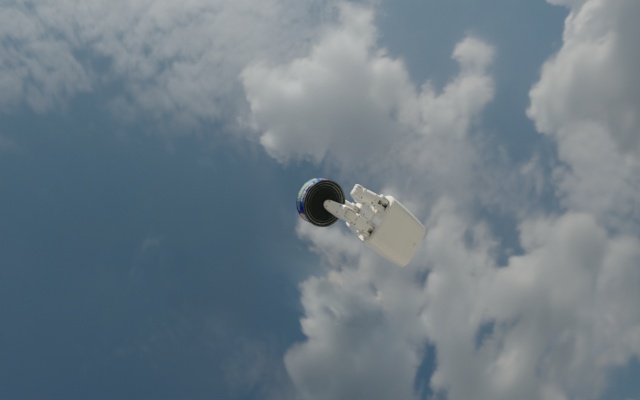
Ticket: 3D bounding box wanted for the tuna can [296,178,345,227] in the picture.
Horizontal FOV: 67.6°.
[{"bbox_3d":[0.000,0.003,0.859,0.086,0.086,0.033,0,10,-30],"label":"tuna can"}]
